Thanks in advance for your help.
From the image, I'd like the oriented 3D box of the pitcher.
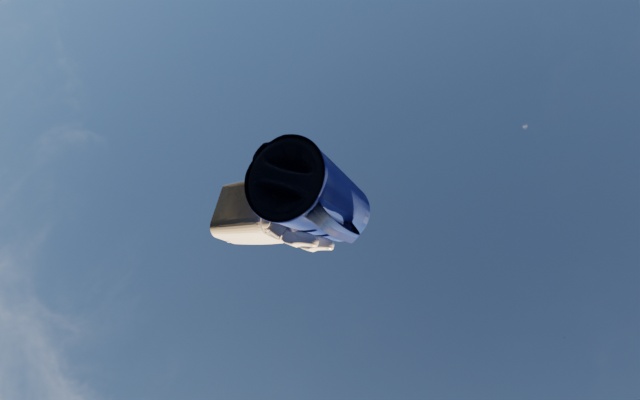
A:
[{"bbox_3d":[0.000,0.003,0.780,0.145,0.149,0.243,-5,-16,25],"label":"pitcher"}]
